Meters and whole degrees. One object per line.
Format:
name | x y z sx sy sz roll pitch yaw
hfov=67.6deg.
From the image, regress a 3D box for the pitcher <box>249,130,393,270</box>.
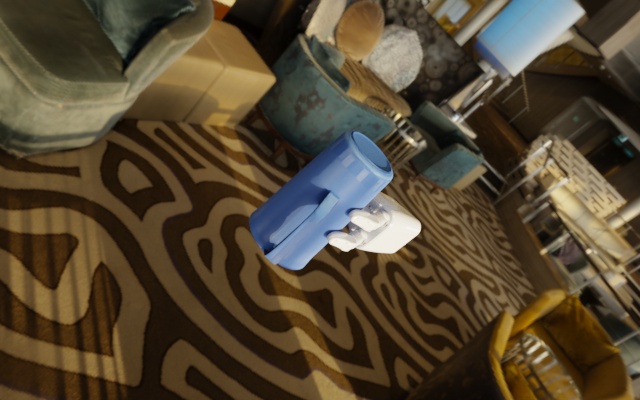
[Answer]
pitcher | 0.000 0.003 0.798 0.243 0.149 0.145 -43 -38 24
